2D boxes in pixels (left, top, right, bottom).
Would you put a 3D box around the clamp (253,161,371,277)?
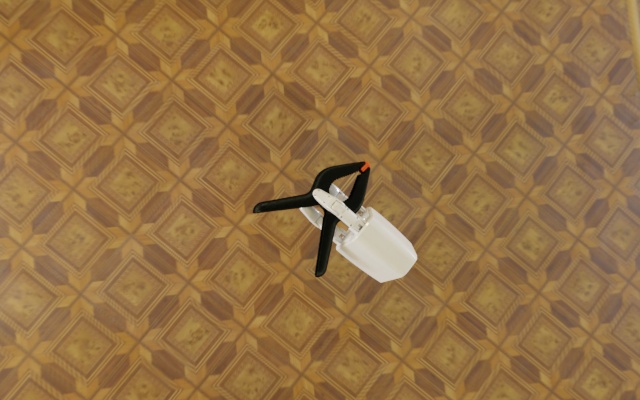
[{"bbox_3d":[0.001,0.002,0.818,0.164,0.210,0.036,40,-7,-8],"label":"clamp"}]
